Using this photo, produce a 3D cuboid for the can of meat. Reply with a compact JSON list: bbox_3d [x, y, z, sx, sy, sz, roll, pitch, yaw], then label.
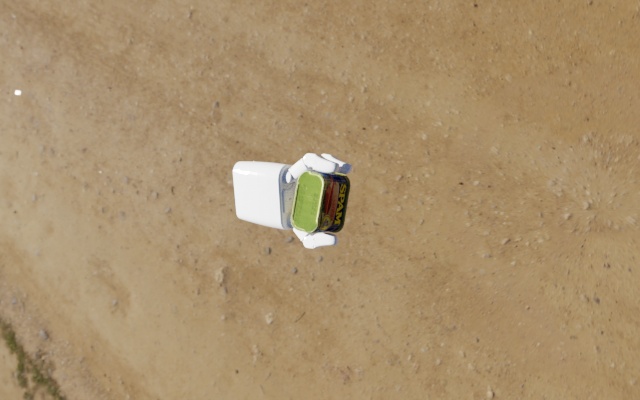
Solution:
[{"bbox_3d":[0.000,0.003,0.779,0.057,0.102,0.084,12,5,30],"label":"can of meat"}]
